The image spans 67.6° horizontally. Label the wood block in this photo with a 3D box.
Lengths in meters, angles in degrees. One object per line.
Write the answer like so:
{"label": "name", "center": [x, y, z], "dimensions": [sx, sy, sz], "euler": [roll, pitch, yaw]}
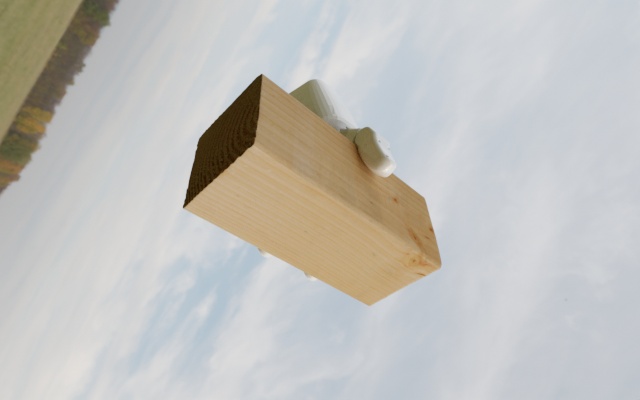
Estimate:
{"label": "wood block", "center": [0.000, 0.001, 0.414], "dimensions": [0.206, 0.090, 0.091], "euler": [32, -54, -30]}
